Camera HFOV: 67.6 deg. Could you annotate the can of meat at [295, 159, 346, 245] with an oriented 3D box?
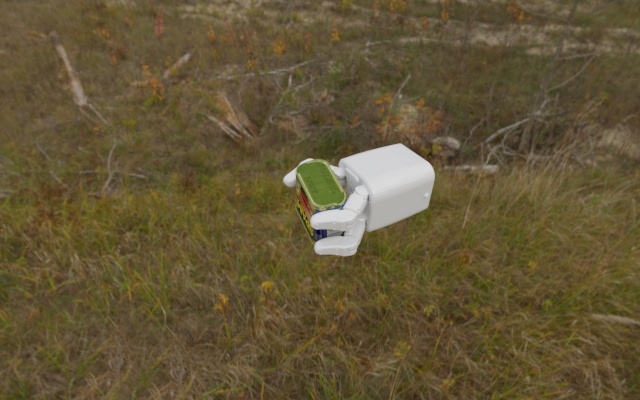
[{"bbox_3d":[0.000,0.002,0.698,0.057,0.102,0.084,-16,-41,-14],"label":"can of meat"}]
